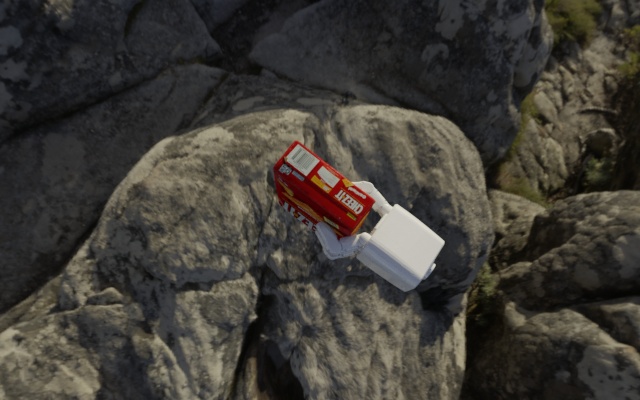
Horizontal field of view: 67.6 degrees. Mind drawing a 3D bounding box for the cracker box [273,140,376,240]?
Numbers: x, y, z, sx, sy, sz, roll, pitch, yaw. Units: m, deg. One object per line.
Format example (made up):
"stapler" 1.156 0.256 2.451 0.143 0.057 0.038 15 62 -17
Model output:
"cracker box" 0.000 0.003 0.844 0.164 0.072 0.214 38 -14 7
